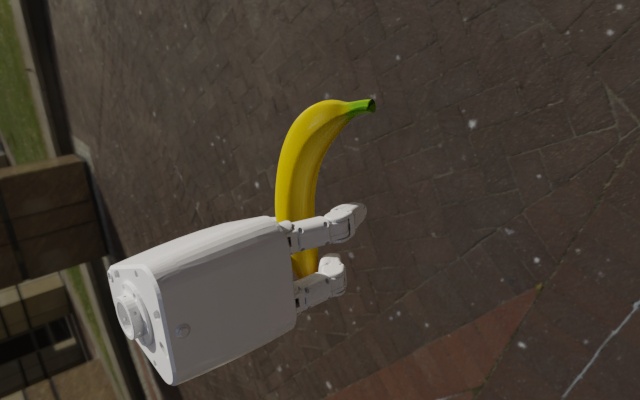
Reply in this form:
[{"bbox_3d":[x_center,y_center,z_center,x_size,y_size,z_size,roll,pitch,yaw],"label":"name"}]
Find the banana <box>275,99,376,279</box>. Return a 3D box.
[{"bbox_3d":[-0.012,-0.011,0.436,0.037,0.198,0.069,-19,46,-43],"label":"banana"}]
